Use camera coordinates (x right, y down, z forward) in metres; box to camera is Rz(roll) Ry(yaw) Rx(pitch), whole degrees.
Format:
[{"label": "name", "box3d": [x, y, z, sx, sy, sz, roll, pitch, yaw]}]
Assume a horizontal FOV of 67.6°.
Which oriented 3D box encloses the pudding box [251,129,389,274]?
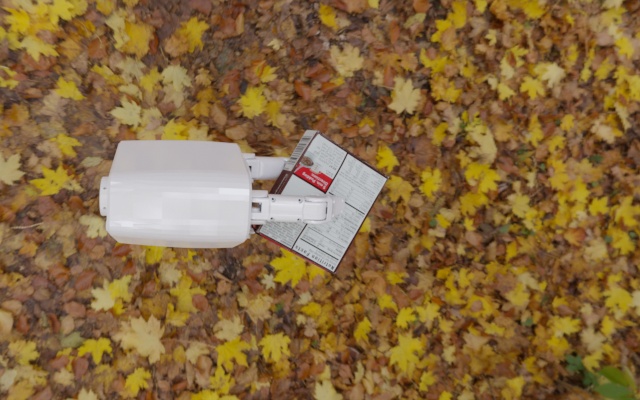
[{"label": "pudding box", "box3d": [0.000, 0.002, 0.462, 0.090, 0.113, 0.039, 31, -2, -19]}]
